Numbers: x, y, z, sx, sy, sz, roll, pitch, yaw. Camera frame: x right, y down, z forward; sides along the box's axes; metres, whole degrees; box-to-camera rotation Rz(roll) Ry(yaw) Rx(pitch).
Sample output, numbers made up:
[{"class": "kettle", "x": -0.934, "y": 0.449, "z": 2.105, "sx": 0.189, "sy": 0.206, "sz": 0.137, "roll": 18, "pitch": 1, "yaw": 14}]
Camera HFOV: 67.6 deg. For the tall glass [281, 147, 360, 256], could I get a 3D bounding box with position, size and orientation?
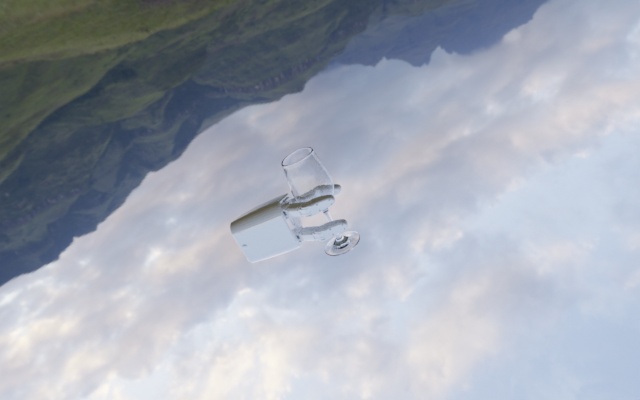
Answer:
[{"class": "tall glass", "x": 0.001, "y": 0.003, "z": 0.878, "sx": 0.079, "sy": 0.201, "sz": 0.079, "roll": -22, "pitch": 25, "yaw": 11}]
